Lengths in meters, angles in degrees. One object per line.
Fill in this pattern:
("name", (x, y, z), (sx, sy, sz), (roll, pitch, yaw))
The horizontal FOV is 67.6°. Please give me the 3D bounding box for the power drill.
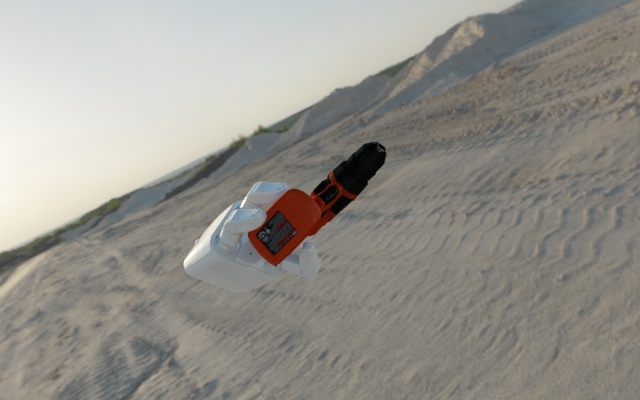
("power drill", (0.000, 0.002, 0.632), (0.184, 0.057, 0.187), (-48, -9, 27))
